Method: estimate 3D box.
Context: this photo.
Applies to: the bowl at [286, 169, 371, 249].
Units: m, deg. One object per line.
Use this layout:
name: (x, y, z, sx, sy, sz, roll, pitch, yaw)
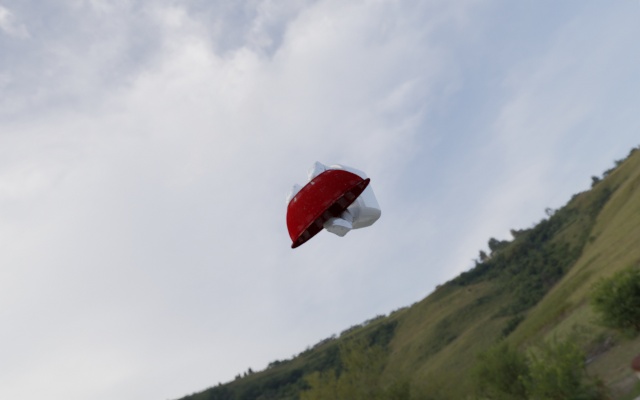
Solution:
bowl: (0.000, 0.002, 0.736, 0.162, 0.055, 0.162, -40, -9, -7)
